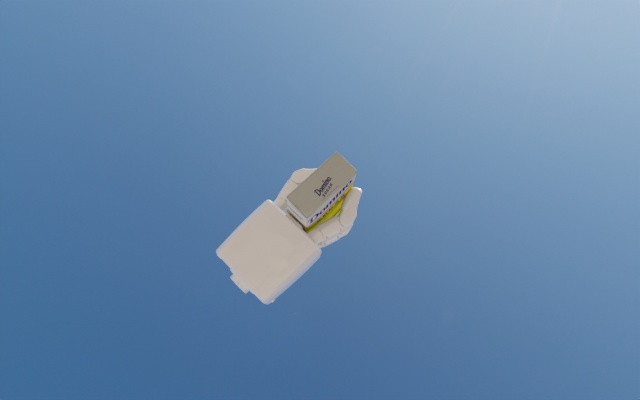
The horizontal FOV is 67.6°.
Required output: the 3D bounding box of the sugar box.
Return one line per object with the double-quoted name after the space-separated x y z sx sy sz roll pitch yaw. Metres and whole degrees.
0.000 0.003 0.686 0.093 0.048 0.176 -43 -8 -11 "sugar box"
